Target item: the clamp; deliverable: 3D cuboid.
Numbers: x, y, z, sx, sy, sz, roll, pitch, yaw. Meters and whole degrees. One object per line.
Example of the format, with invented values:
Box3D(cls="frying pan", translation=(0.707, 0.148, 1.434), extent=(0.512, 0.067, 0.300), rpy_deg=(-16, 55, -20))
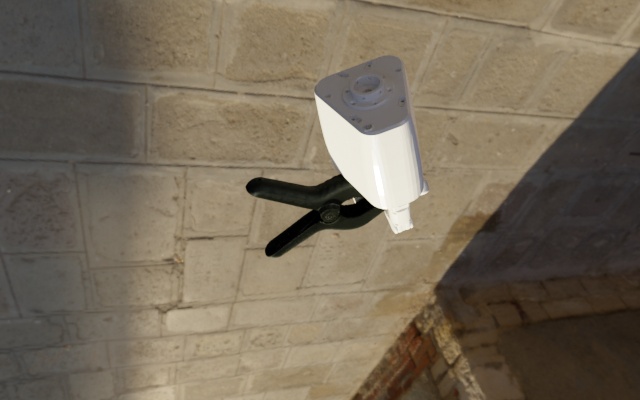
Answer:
Box3D(cls="clamp", translation=(0.000, 0.002, 0.545), extent=(0.171, 0.039, 0.120), rpy_deg=(-20, -41, 1))
